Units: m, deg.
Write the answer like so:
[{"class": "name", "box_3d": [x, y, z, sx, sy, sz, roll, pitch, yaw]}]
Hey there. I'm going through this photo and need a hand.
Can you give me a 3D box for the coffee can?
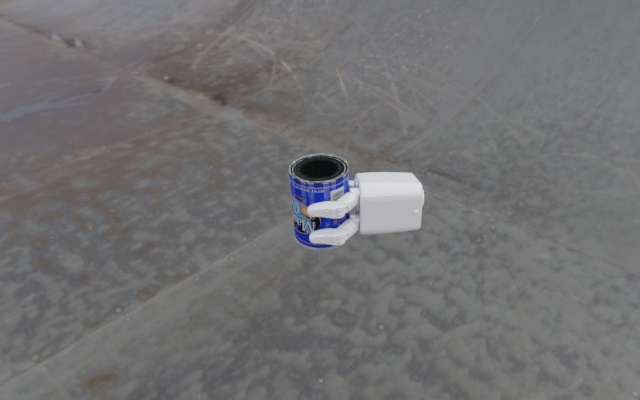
[{"class": "coffee can", "box_3d": [0.000, 0.003, 0.839, 0.103, 0.140, 0.102, -2, 33, 1]}]
